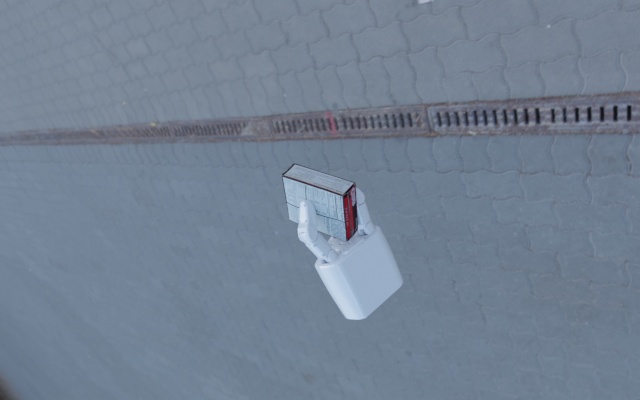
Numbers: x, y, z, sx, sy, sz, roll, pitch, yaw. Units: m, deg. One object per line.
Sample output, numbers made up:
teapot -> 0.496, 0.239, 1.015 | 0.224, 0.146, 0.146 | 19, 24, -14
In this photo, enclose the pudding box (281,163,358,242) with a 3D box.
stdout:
pudding box -> 0.000, 0.002, 0.711 | 0.113, 0.090, 0.039 | 18, 44, 28
